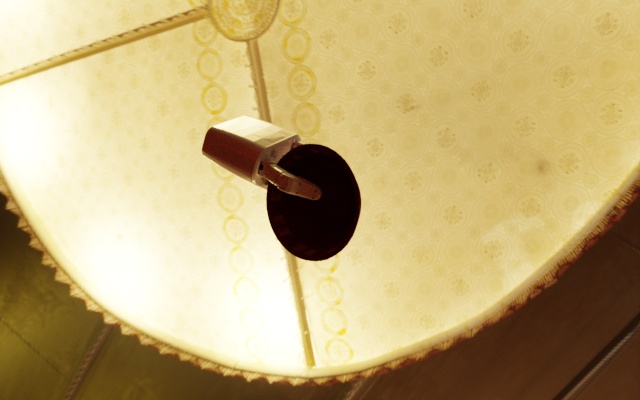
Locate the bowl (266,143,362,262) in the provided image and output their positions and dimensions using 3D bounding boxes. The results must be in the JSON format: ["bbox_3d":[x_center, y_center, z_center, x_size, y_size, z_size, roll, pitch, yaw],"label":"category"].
[{"bbox_3d":[0.001,0.003,0.673,0.162,0.162,0.055,0,2,36],"label":"bowl"}]
